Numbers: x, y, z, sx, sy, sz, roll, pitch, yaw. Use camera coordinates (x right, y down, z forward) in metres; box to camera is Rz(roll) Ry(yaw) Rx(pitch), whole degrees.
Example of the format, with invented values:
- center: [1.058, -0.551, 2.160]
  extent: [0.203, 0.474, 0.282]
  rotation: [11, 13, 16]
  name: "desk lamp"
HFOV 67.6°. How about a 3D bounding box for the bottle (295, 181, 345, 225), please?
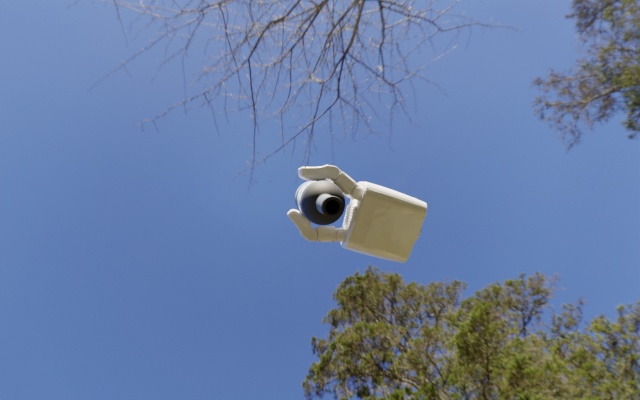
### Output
- center: [0.000, 0.002, 0.746]
  extent: [0.069, 0.069, 0.295]
  rotation: [0, 2, -6]
  name: "bottle"
